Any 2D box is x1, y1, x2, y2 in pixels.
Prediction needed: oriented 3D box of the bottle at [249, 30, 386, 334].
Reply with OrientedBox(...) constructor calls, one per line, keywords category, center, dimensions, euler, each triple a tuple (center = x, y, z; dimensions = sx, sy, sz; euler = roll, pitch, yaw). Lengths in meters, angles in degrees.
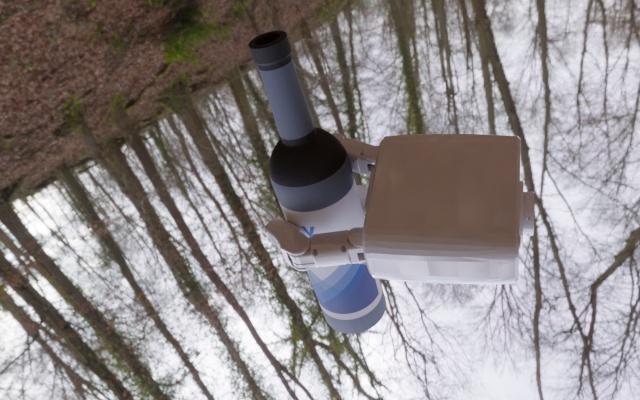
OrientedBox(category="bottle", center=(0.000, 0.002, 0.413), dimensions=(0.069, 0.296, 0.069), euler=(-11, 38, 9))
